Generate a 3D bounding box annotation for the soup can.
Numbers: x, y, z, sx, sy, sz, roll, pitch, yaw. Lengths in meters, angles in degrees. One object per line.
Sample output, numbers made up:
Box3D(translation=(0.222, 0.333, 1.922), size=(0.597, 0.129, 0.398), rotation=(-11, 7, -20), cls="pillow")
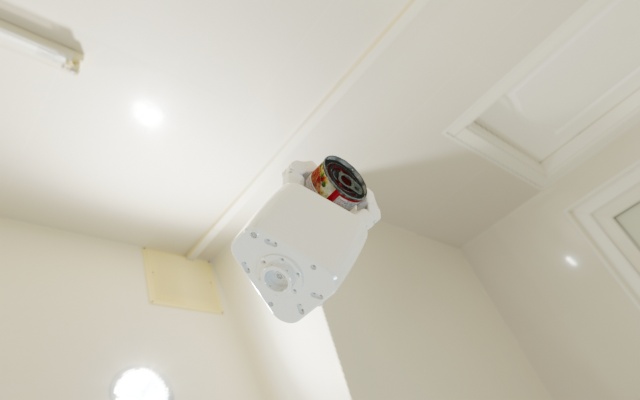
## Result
Box3D(translation=(0.000, 0.002, 0.600), size=(0.068, 0.068, 0.102), rotation=(0, -37, -50), cls="soup can")
